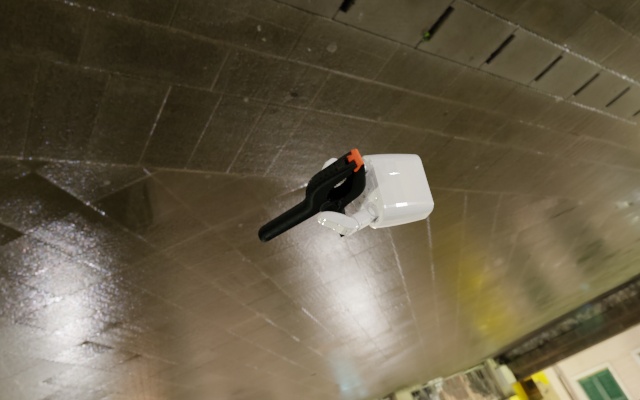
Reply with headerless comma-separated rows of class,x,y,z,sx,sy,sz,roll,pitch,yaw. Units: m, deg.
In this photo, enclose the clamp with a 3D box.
clamp,0.001,0.003,0.727,0.164,0.036,0.210,-6,-33,-27
